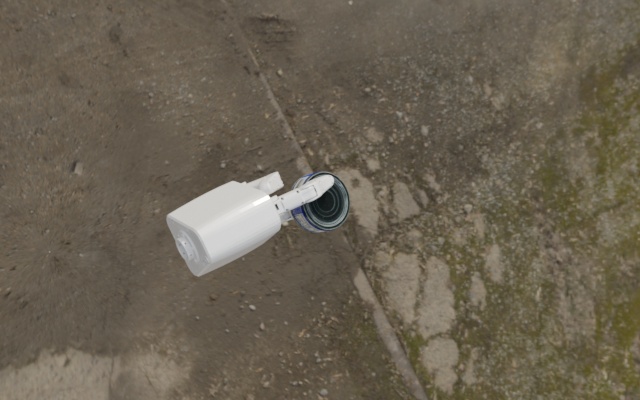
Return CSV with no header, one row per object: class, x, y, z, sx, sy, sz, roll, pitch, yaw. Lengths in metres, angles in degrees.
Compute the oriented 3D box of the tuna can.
tuna can,0.000,0.002,0.679,0.086,0.086,0.034,0,-8,-35
